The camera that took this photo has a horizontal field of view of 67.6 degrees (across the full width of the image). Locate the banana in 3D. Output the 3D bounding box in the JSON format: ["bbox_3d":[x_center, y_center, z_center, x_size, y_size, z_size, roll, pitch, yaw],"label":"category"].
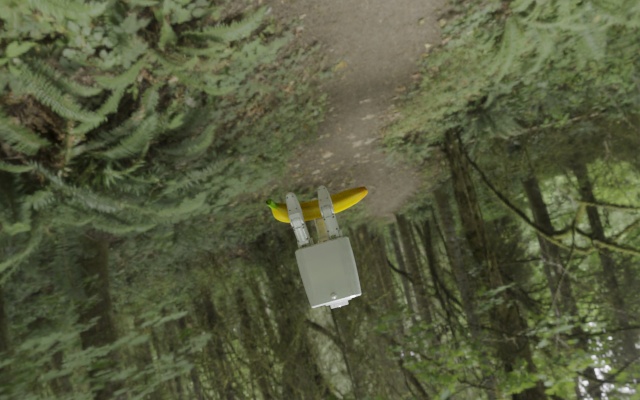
[{"bbox_3d":[-0.007,0.011,0.903,0.198,0.037,0.070,-10,-20,-18],"label":"banana"}]
